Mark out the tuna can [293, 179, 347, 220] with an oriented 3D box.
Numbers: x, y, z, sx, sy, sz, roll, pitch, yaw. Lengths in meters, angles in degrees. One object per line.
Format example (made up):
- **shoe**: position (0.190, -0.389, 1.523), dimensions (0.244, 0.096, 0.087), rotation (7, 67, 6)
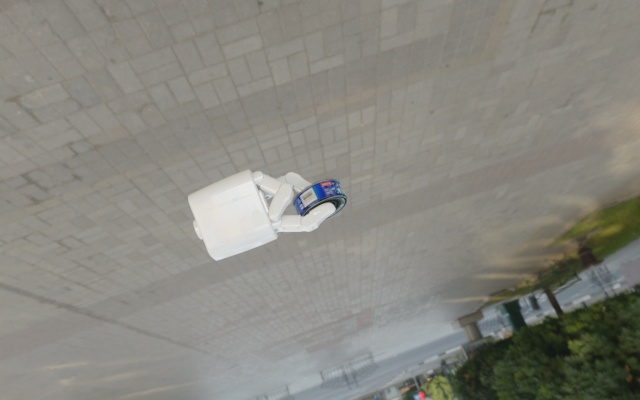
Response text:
- **tuna can**: position (0.000, 0.003, 0.786), dimensions (0.086, 0.033, 0.086), rotation (-22, -23, -10)
